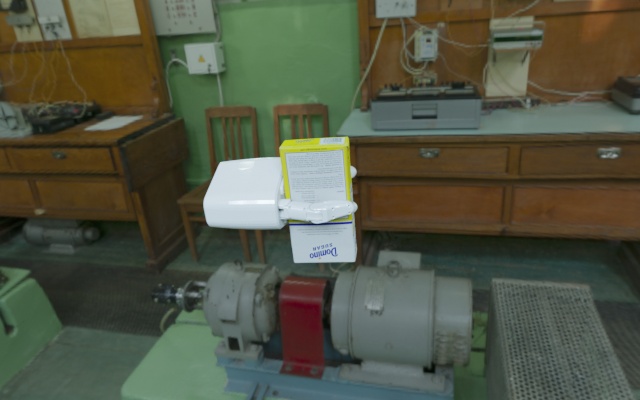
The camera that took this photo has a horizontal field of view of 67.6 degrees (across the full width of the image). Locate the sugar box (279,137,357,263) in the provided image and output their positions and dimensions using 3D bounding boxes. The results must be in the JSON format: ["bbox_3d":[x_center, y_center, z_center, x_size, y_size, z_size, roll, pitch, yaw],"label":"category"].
[{"bbox_3d":[0.000,0.002,0.675,0.093,0.176,0.048,-1,25,8],"label":"sugar box"}]
